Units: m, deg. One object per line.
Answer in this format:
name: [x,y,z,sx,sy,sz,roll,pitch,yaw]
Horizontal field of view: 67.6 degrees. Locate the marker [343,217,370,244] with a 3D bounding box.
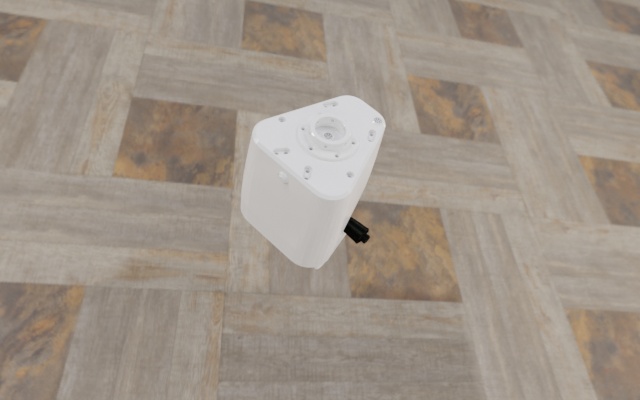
marker: [0.000,0.002,0.476,0.121,0.020,0.020,39,12,15]
